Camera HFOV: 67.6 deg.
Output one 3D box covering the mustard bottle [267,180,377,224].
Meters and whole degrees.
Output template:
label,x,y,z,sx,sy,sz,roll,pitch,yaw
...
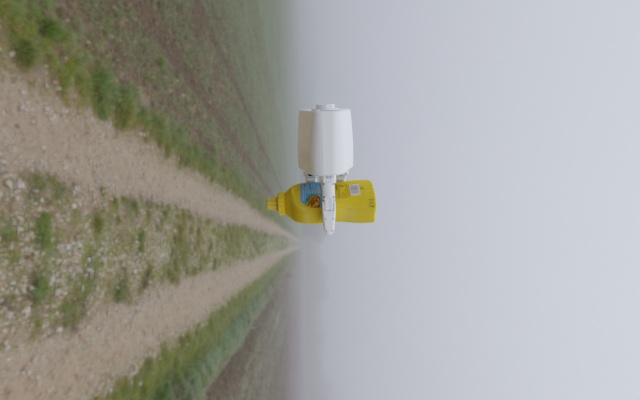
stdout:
label,x,y,z,sx,sy,sz,roll,pitch,yaw
mustard bottle,0.000,0.003,0.853,0.191,0.058,0.096,-2,37,-2
